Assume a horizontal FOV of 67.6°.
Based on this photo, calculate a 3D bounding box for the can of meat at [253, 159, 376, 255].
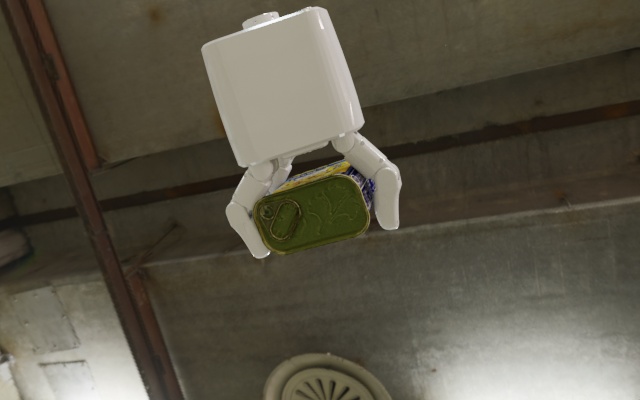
[{"bbox_3d":[0.000,0.001,0.447,0.102,0.057,0.084,-17,13,19],"label":"can of meat"}]
